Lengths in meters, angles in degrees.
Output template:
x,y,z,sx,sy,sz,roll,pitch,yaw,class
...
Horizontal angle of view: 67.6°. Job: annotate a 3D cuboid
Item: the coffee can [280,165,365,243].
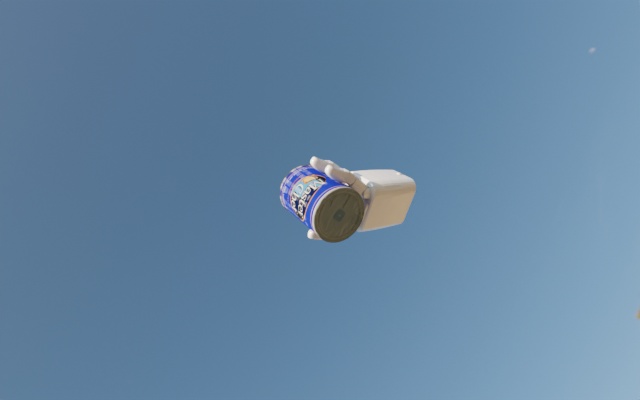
x,y,z,sx,sy,sz,roll,pitch,yaw,class
0.000,0.003,0.877,0.103,0.103,0.140,0,20,-31,coffee can
